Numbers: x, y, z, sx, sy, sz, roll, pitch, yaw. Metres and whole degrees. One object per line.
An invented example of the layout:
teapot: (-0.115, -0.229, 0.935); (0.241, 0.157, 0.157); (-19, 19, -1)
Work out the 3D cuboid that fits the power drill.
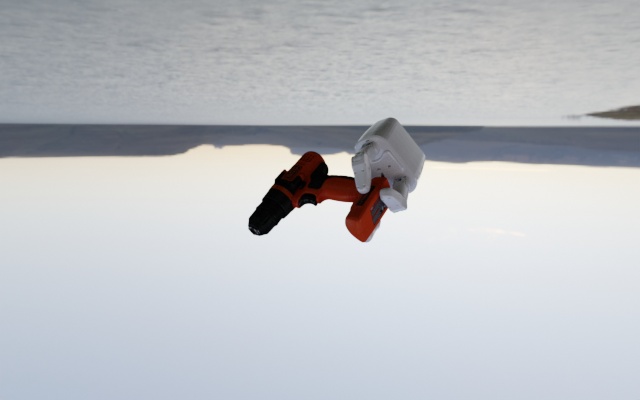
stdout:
power drill: (0.001, 0.002, 0.740); (0.187, 0.184, 0.057); (17, -36, 31)
